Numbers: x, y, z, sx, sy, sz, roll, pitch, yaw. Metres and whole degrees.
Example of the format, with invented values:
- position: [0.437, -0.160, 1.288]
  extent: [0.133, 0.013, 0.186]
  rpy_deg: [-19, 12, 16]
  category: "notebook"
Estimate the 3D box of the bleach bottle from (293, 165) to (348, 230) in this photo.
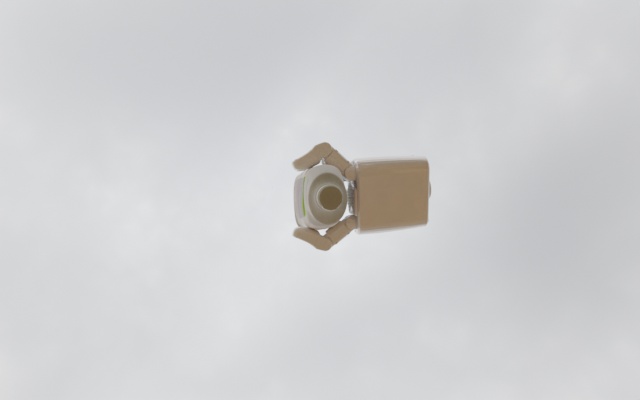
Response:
- position: [0.000, 0.002, 0.682]
  extent: [0.068, 0.102, 0.251]
  rpy_deg: [-5, 2, -6]
  category: "bleach bottle"
